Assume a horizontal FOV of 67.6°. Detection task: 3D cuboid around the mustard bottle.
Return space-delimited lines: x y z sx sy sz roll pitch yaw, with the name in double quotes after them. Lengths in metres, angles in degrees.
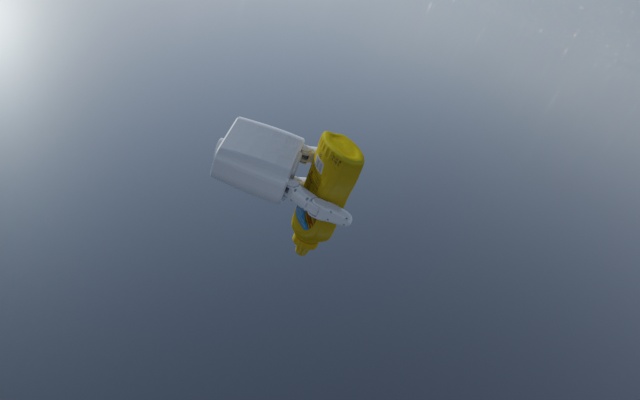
0.001 0.002 0.701 0.058 0.192 0.096 8 30 -26 "mustard bottle"
